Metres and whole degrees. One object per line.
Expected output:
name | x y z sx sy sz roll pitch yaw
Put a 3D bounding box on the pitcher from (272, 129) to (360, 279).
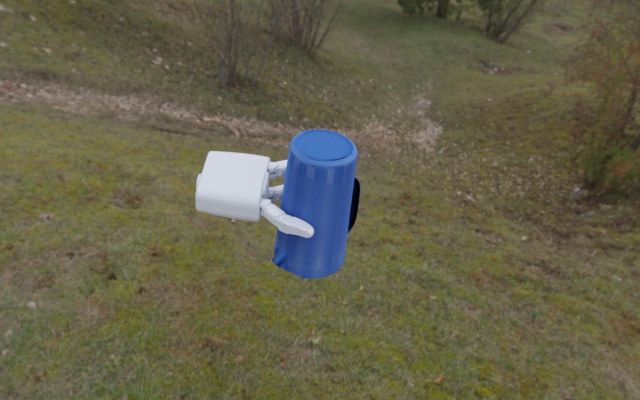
pitcher | 0.000 0.003 0.822 0.145 0.243 0.149 9 38 0
